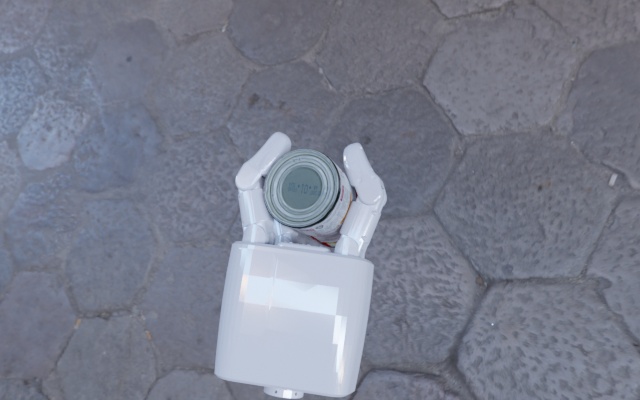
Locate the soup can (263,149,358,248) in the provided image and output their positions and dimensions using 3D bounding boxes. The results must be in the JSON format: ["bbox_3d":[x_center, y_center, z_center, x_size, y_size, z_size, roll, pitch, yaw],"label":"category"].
[{"bbox_3d":[0.000,0.001,0.424,0.068,0.068,0.102,0,-13,20],"label":"soup can"}]
